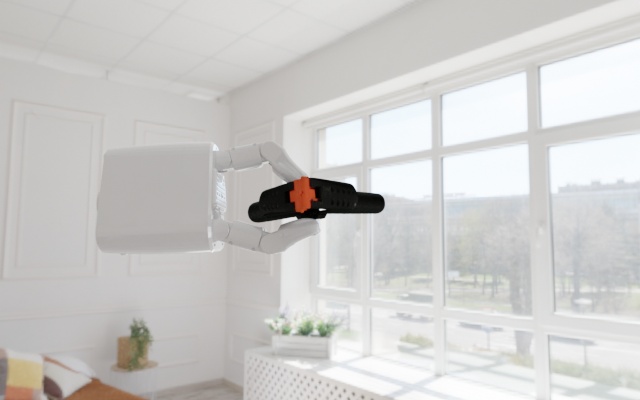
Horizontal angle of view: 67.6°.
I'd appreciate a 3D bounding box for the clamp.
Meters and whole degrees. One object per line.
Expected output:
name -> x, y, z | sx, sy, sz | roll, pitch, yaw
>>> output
clamp -> 0.000, 0.001, 0.491 | 0.164, 0.036, 0.210 | -5, -5, -4
